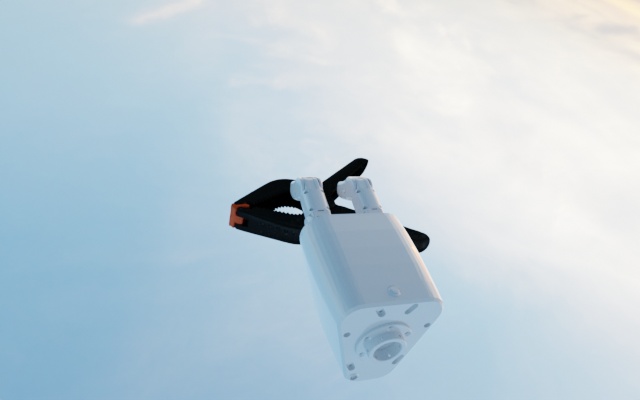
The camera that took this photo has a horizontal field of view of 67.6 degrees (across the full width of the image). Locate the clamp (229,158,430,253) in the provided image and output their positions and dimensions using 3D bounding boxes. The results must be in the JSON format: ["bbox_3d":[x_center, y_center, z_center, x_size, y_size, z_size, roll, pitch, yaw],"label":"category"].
[{"bbox_3d":[-0.001,0.003,0.541,0.210,0.036,0.164,0,38,-20],"label":"clamp"}]
